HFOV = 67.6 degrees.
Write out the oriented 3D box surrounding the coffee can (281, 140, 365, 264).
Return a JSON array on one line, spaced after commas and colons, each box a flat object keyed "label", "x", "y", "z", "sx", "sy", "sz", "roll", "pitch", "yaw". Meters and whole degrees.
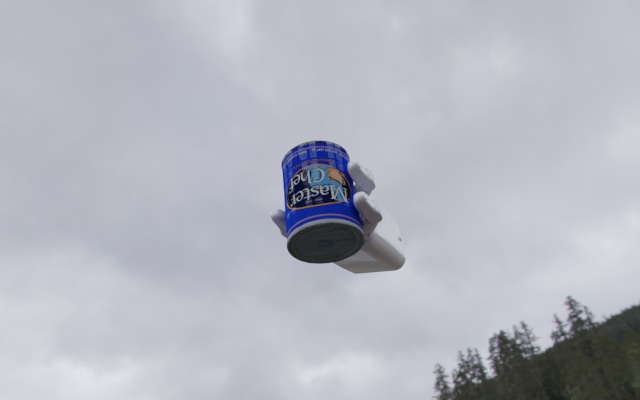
[{"label": "coffee can", "x": 0.000, "y": 0.002, "z": 0.664, "sx": 0.103, "sy": 0.140, "sz": 0.103, "roll": -5, "pitch": -36, "yaw": -3}]
